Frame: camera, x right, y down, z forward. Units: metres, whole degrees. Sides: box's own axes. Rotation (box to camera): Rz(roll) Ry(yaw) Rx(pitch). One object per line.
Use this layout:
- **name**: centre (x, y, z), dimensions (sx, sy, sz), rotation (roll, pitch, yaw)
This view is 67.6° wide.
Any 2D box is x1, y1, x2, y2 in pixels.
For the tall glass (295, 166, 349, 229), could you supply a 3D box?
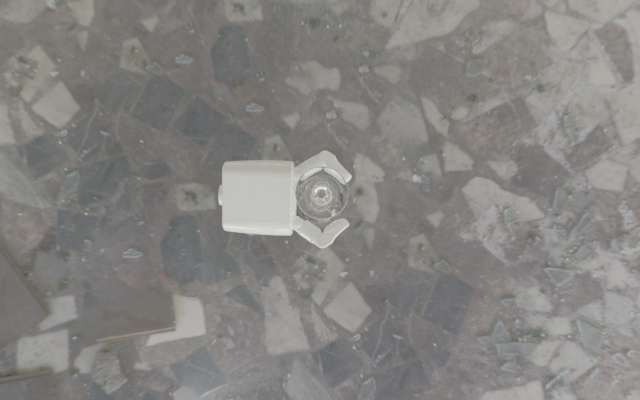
- **tall glass**: centre (0.000, 0.002, 0.756), dimensions (0.079, 0.079, 0.201), rotation (0, -8, -1)
